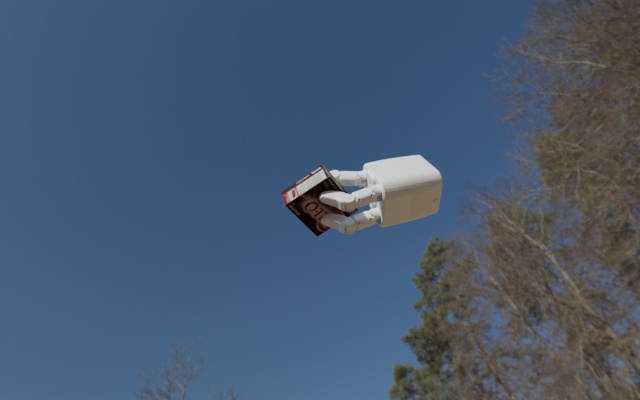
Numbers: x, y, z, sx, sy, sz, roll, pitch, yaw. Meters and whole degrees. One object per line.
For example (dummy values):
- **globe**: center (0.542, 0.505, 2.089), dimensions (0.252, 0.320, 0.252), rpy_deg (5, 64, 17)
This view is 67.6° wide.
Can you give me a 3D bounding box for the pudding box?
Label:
- **pudding box**: center (0.000, 0.003, 0.821), dimensions (0.090, 0.039, 0.113), rpy_deg (-34, -47, 10)
